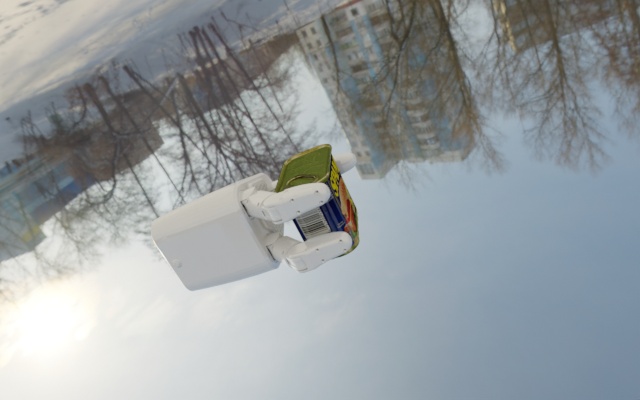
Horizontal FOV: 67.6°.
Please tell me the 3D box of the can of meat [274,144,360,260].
[{"bbox_3d":[0.000,0.002,0.491,0.057,0.084,0.102,-20,24,13],"label":"can of meat"}]
